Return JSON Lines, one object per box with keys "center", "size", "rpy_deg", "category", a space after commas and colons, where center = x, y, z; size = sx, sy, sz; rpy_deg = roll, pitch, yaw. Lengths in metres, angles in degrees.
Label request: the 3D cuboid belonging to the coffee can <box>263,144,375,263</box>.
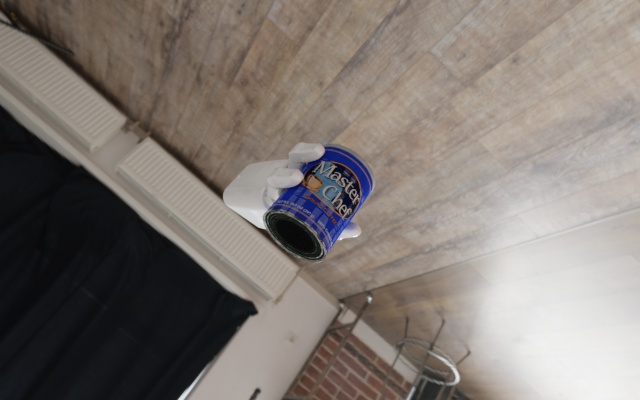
{"center": [0.000, 0.002, 0.679], "size": [0.103, 0.103, 0.140], "rpy_deg": [0, 43, 46], "category": "coffee can"}
